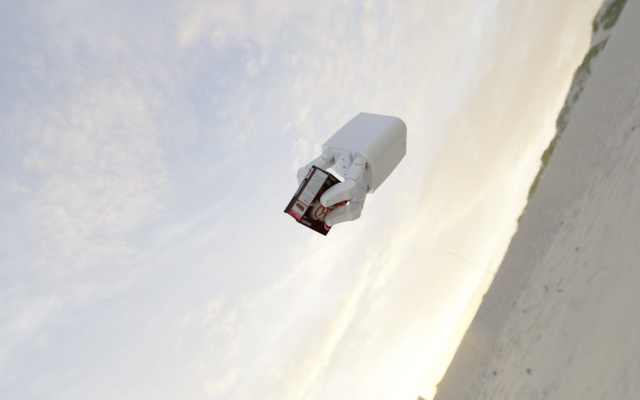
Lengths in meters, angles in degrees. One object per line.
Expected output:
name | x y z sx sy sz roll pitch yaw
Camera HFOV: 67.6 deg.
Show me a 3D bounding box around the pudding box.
pudding box | 0.000 0.002 0.759 0.039 0.090 0.113 32 0 30
